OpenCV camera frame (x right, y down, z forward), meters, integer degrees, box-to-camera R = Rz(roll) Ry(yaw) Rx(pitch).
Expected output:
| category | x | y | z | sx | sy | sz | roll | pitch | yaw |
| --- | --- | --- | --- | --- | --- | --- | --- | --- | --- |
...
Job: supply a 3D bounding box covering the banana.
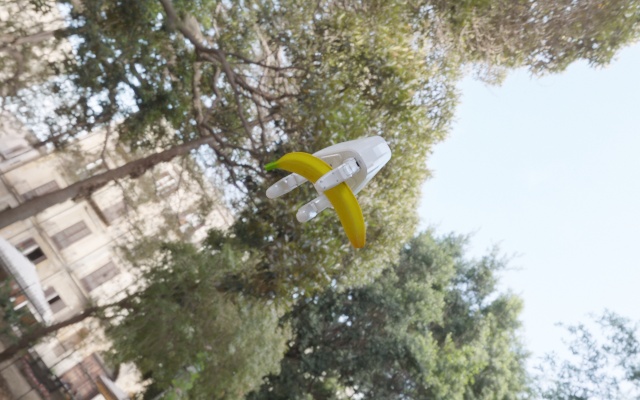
| category | x | y | z | sx | sy | sz | roll | pitch | yaw |
| --- | --- | --- | --- | --- | --- | --- | --- | --- | --- |
| banana | 0.009 | -0.013 | 0.734 | 0.198 | 0.070 | 0.037 | 41 | 21 | 7 |
